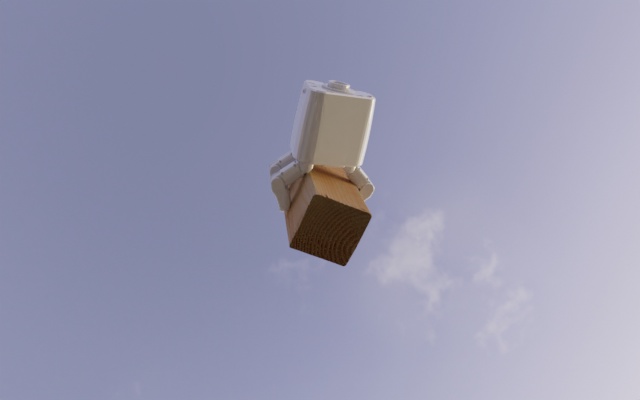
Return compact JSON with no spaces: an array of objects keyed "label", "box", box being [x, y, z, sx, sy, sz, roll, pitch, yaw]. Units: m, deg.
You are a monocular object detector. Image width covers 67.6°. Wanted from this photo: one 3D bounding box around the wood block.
[{"label":"wood block","box":[0.001,0.002,0.742,0.091,0.090,0.206,20,19,-16]}]
